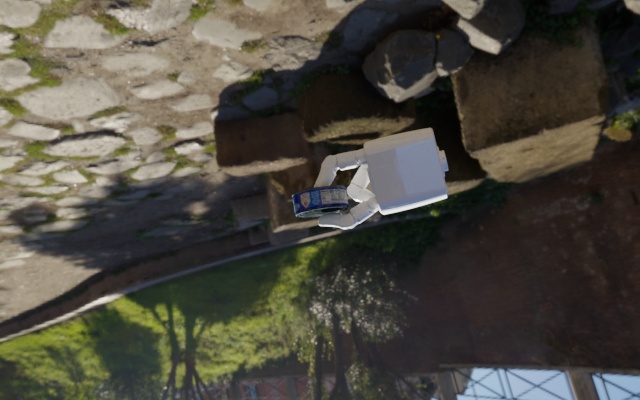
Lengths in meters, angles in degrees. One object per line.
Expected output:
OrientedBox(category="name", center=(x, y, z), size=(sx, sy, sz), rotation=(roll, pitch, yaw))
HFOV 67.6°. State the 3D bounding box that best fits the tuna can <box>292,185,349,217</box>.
OrientedBox(category="tuna can", center=(0.000, 0.003, 0.743), size=(0.086, 0.033, 0.086), rotation=(-8, -9, -1))
